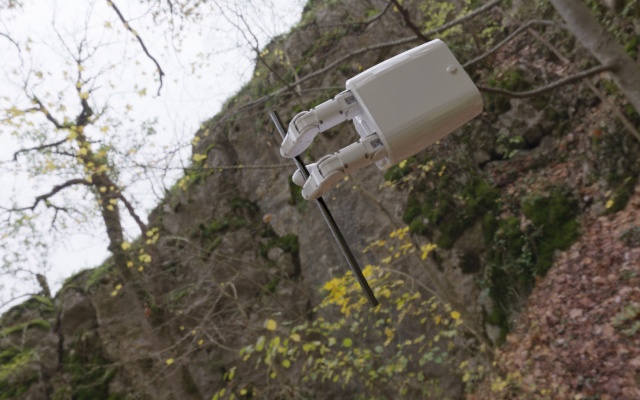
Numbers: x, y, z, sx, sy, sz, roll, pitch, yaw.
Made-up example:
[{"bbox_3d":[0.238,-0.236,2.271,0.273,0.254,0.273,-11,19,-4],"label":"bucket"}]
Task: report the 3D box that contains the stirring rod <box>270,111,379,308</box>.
[{"bbox_3d":[0.000,0.002,0.501,0.011,0.239,0.011,-25,-19,-9],"label":"stirring rod"}]
